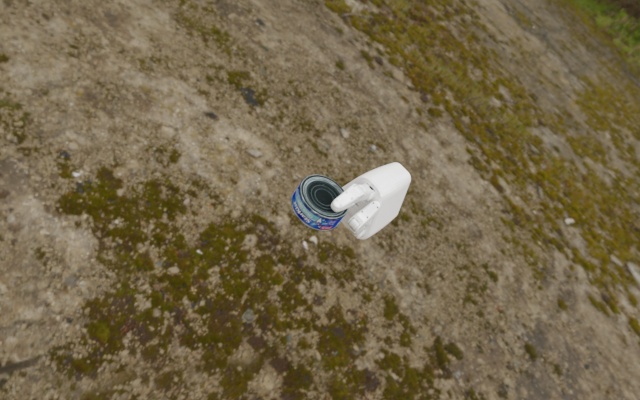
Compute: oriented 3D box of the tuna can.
[{"bbox_3d":[0.000,0.002,0.733,0.086,0.086,0.034,0,-35,-32],"label":"tuna can"}]
